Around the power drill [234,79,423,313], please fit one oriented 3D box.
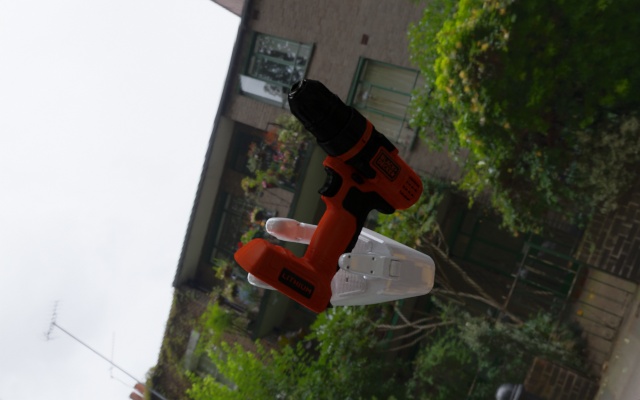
[{"bbox_3d":[0.000,0.002,0.470,0.184,0.187,0.057,39,-6,-29],"label":"power drill"}]
